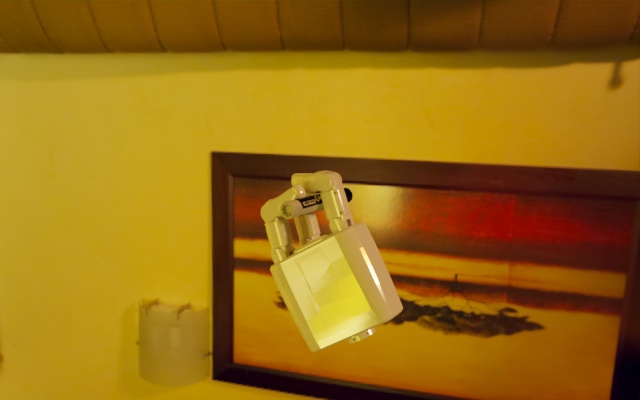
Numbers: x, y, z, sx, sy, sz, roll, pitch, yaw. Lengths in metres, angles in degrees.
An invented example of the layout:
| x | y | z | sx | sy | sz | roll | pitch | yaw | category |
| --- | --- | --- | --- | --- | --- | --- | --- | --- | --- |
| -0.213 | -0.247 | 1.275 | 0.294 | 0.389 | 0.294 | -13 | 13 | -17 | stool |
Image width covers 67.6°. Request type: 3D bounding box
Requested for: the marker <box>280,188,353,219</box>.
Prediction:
| x | y | z | sx | sy | sz | roll | pitch | yaw | category |
| --- | --- | --- | --- | --- | --- | --- | --- | --- | --- |
| 0.000 | 0.002 | 0.535 | 0.020 | 0.020 | 0.121 | 0 | 8 | 35 | marker |
